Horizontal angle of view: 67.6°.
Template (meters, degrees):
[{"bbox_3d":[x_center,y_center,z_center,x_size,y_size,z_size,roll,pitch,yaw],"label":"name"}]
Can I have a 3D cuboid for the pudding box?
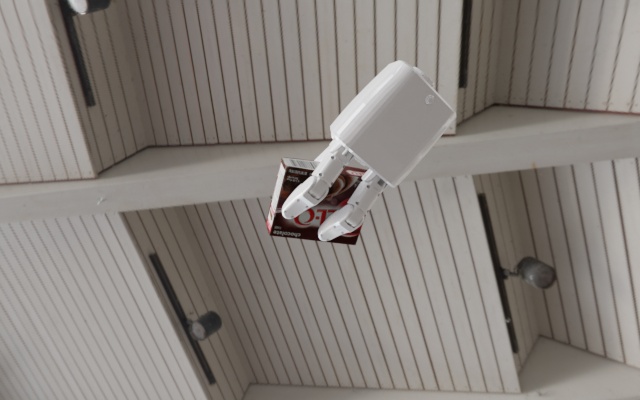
[{"bbox_3d":[0.000,0.002,0.562,0.113,0.090,0.039,9,24,-16],"label":"pudding box"}]
